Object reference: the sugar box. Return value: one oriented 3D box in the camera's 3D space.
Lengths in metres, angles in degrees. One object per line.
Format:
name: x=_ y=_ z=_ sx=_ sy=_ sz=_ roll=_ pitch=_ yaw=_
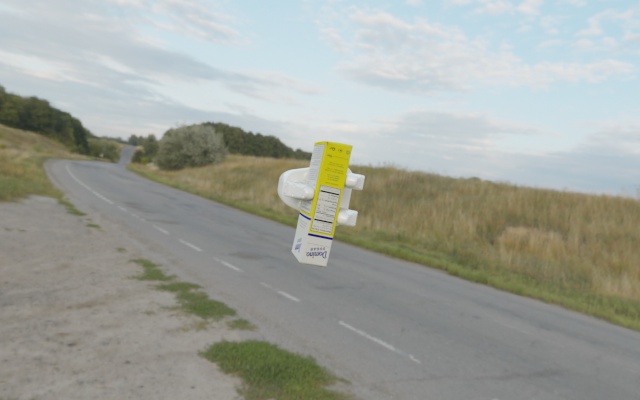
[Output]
sugar box: x=0.001 y=0.002 z=0.704 sx=0.048 sy=0.176 sz=0.093 roll=9 pitch=3 yaw=-12
